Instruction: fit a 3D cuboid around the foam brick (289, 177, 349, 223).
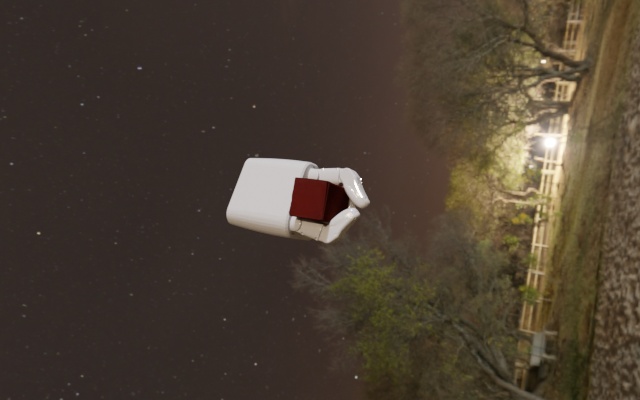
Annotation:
[{"bbox_3d":[0.000,0.002,0.644,0.051,0.053,0.078,9,-4,26],"label":"foam brick"}]
